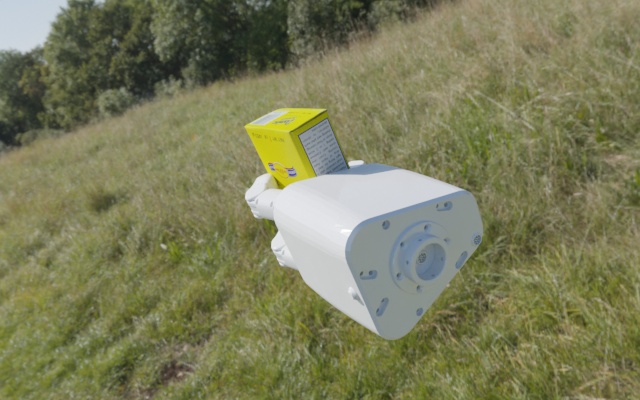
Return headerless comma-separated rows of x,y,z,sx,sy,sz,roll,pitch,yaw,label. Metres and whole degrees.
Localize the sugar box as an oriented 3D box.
0.000,0.002,0.447,0.048,0.176,0.093,-33,25,-22,sugar box
